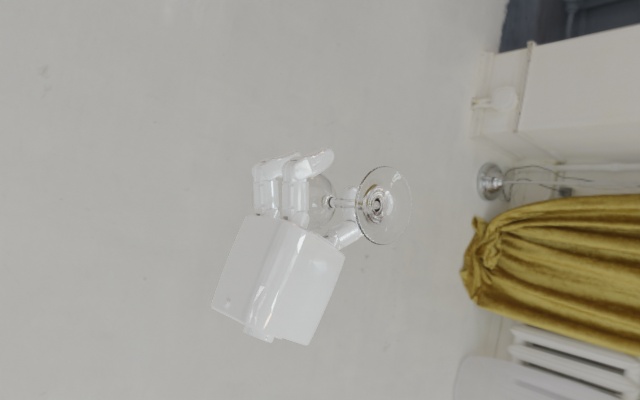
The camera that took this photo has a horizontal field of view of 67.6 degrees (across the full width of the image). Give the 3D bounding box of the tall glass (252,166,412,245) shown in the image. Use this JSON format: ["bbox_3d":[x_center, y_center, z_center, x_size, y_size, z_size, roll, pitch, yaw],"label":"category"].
[{"bbox_3d":[0.001,0.002,0.526,0.079,0.079,0.201,0,2,-37],"label":"tall glass"}]
